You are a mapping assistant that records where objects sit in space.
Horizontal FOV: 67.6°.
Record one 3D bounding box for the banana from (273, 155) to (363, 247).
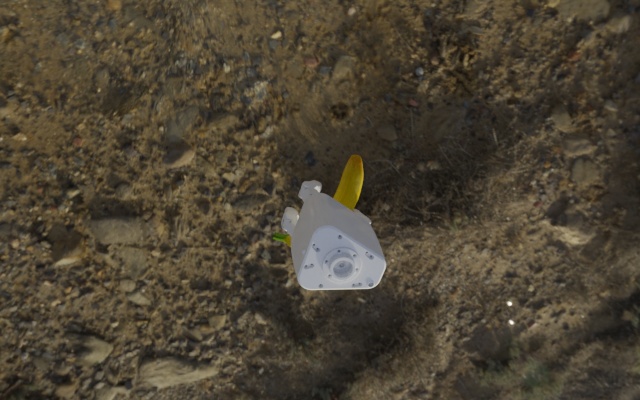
[{"bbox_3d":[0.011,0.017,0.760,0.069,0.198,0.037,43,13,-11],"label":"banana"}]
